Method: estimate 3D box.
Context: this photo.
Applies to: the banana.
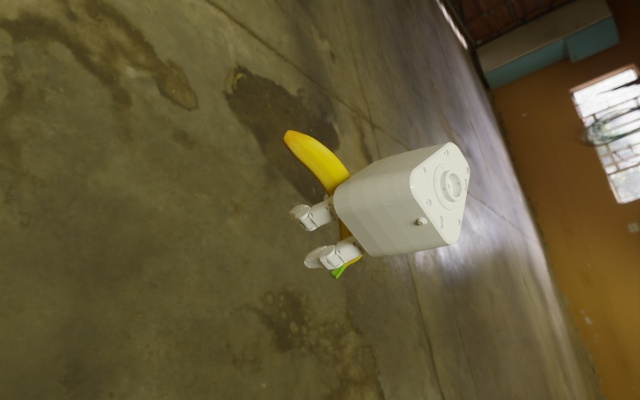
[{"bbox_3d":[0.017,-0.002,0.597,0.069,0.198,0.037,-24,11,-22],"label":"banana"}]
